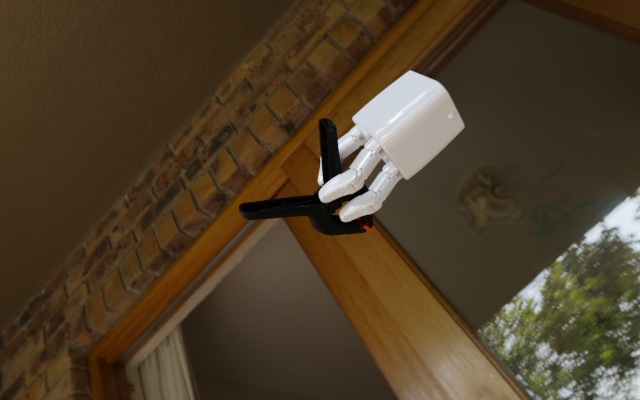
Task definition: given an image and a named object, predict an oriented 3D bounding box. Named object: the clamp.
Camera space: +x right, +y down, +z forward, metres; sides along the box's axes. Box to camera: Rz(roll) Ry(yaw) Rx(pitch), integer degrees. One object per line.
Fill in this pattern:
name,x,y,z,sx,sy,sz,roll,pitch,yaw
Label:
clamp,0.000,0.002,0.656,0.210,0.164,0.036,43,9,-46
